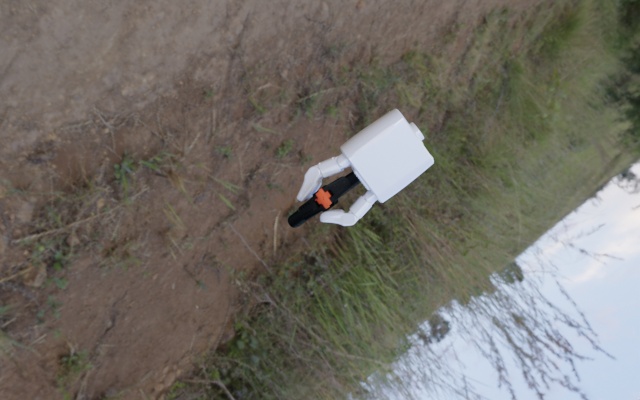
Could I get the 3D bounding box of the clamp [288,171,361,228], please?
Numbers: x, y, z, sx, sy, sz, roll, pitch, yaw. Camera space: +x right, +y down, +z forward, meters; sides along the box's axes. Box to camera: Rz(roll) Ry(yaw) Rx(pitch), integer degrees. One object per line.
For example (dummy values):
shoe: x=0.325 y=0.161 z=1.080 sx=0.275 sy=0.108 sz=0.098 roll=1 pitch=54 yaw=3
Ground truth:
clamp: x=0.001 y=0.003 z=0.786 sx=0.164 sy=0.036 sz=0.210 roll=-37 pitch=-1 yaw=8
